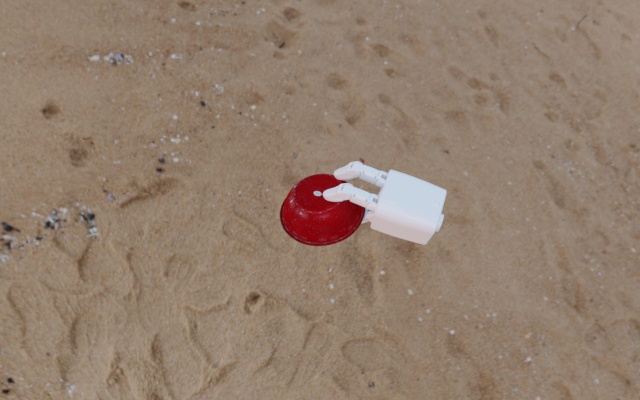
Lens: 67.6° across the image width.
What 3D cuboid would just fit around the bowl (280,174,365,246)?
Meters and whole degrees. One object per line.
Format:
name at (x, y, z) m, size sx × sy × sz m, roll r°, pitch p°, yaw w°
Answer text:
bowl at (-0.001, 0.003, 0.876) m, size 0.162 × 0.162 × 0.055 m, roll 0°, pitch -39°, yaw 9°
